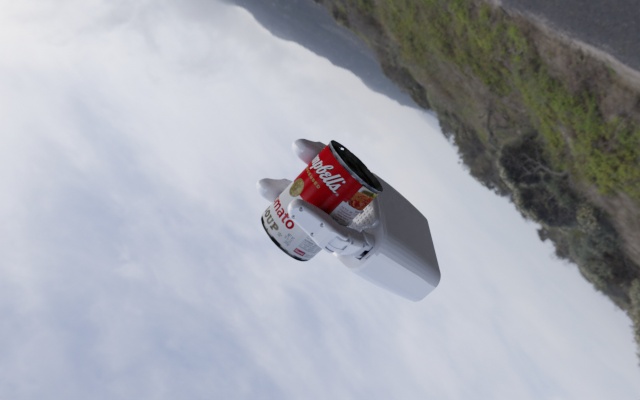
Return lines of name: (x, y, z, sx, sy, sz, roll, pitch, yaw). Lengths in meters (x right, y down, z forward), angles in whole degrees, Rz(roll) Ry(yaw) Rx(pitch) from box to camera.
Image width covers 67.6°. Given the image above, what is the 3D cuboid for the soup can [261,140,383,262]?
soup can: (0.000, 0.002, 0.459, 0.102, 0.068, 0.068, -45, -16, 17)
